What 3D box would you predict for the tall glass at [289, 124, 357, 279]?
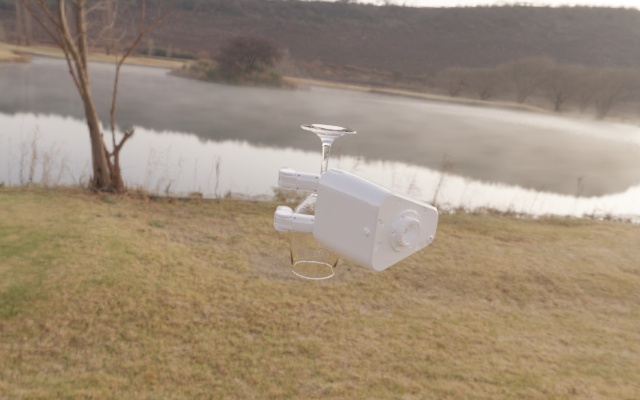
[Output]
[{"bbox_3d":[0.000,0.001,0.646,0.079,0.201,0.079,6,15,-2],"label":"tall glass"}]
